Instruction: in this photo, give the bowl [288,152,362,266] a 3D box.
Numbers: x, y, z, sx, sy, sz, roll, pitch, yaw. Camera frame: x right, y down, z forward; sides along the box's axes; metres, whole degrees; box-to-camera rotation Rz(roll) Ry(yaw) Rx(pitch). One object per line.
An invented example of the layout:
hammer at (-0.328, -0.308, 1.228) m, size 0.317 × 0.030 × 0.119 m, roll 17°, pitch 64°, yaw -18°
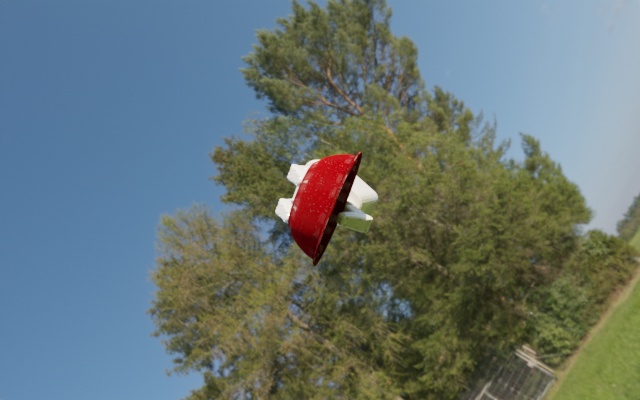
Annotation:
bowl at (0.000, 0.002, 0.629) m, size 0.055 × 0.162 × 0.162 m, roll 22°, pitch 2°, yaw 6°
